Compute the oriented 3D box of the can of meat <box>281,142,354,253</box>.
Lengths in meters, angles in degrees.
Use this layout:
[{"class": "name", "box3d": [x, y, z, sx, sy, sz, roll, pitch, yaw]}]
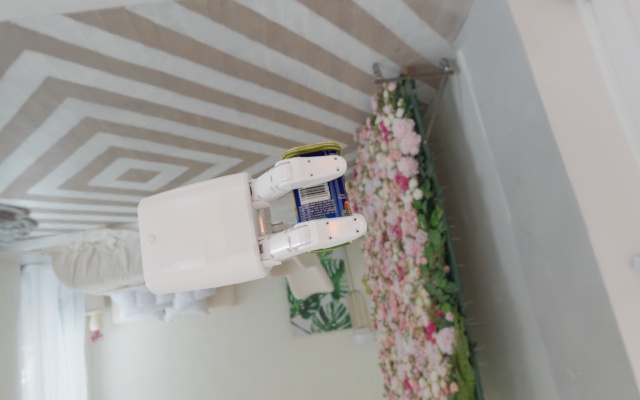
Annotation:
[{"class": "can of meat", "box3d": [0.000, 0.002, 0.465, 0.057, 0.084, 0.102, -11, -14, 0]}]
